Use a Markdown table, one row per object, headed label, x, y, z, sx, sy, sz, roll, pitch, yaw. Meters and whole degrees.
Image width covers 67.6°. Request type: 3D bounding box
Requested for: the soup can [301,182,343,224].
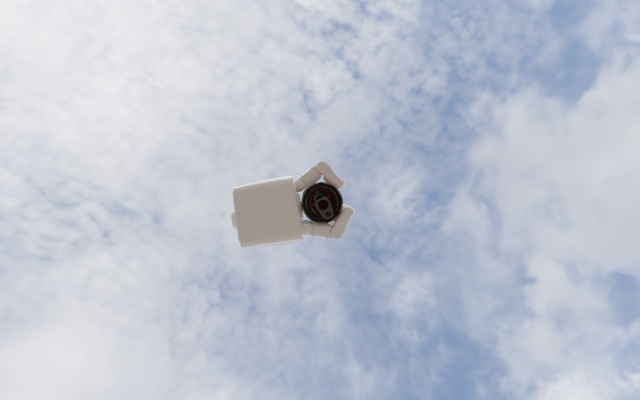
| label | x | y | z | sx | sy | sz | roll | pitch | yaw |
| --- | --- | --- | --- | --- | --- | --- | --- | --- | --- |
| soup can | 0.001 | 0.002 | 0.818 | 0.068 | 0.068 | 0.102 | 0 | 2 | -3 |
